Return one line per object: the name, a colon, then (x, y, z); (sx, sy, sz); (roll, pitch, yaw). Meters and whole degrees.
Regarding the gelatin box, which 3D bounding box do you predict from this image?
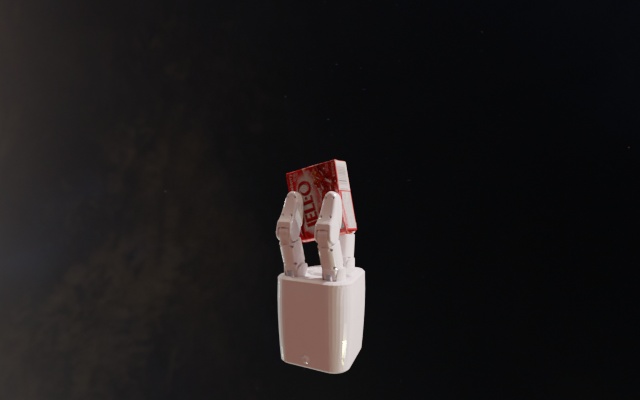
gelatin box: (0.000, 0.002, 0.583); (0.073, 0.089, 0.030); (-14, -10, 31)
